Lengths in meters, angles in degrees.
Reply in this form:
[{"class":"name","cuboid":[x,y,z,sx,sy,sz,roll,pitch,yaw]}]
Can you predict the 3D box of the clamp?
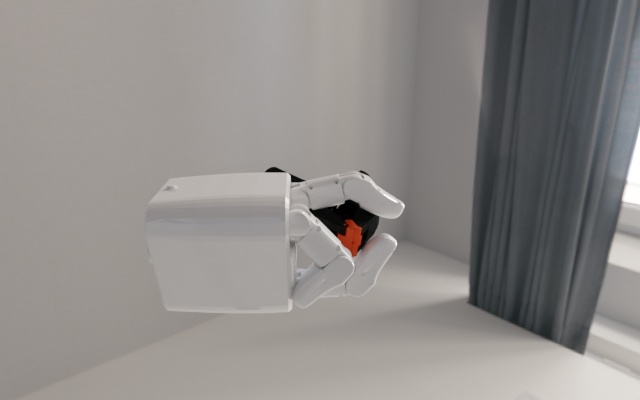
[{"class":"clamp","cuboid":[0.000,0.002,0.467,0.120,0.039,0.171,-1,19,-2]}]
